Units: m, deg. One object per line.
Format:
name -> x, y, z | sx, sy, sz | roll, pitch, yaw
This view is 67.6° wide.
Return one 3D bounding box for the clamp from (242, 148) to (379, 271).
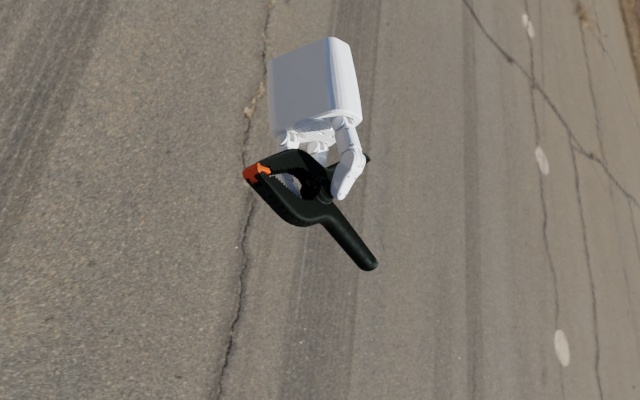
clamp -> 0.000, 0.001, 0.575 | 0.036, 0.164, 0.210 | -22, -22, 40
